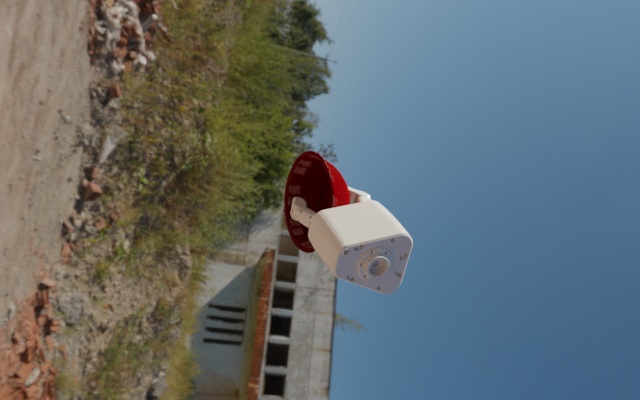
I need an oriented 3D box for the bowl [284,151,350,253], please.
[{"bbox_3d":[0.000,0.002,0.770,0.055,0.162,0.162,1,-1,-31],"label":"bowl"}]
